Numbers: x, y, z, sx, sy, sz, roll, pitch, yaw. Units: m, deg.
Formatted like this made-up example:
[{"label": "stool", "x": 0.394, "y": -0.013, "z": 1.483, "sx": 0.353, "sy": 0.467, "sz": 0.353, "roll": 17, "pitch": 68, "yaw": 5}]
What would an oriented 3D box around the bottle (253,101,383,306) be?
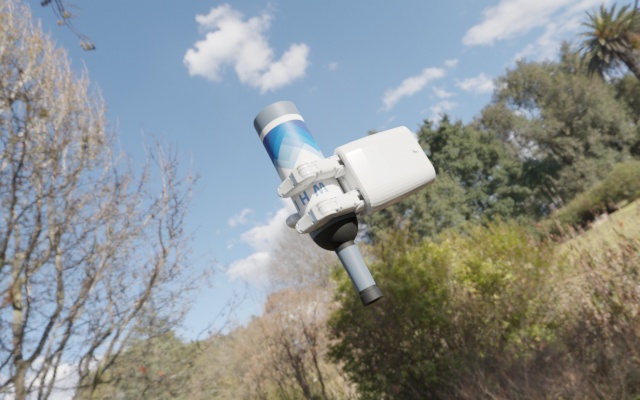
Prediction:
[{"label": "bottle", "x": 0.000, "y": 0.002, "z": 0.637, "sx": 0.069, "sy": 0.295, "sz": 0.069, "roll": -25, "pitch": -19, "yaw": -9}]
